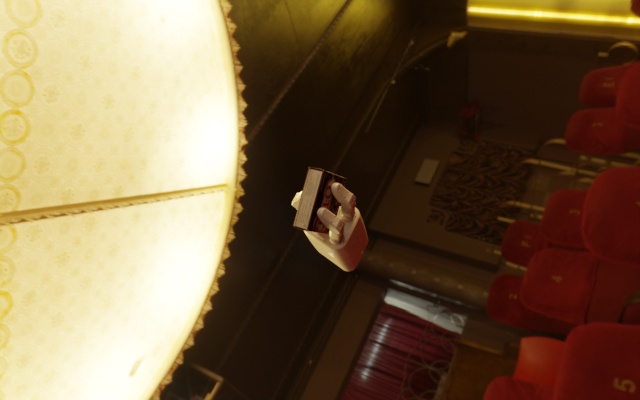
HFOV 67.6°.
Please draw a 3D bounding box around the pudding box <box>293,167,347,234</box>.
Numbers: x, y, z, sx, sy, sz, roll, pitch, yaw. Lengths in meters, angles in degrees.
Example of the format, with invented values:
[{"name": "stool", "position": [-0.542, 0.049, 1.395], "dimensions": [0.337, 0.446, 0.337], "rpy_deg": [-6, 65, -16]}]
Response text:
[{"name": "pudding box", "position": [0.000, 0.003, 0.869], "dimensions": [0.039, 0.113, 0.090], "rpy_deg": [13, -1, 30]}]
